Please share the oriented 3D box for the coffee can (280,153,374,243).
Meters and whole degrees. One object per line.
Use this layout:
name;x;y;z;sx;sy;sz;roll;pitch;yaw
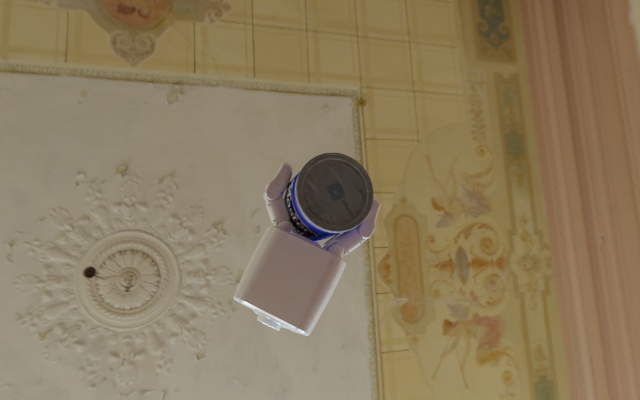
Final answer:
coffee can;0.000;0.002;0.663;0.103;0.102;0.140;0;-11;-16
